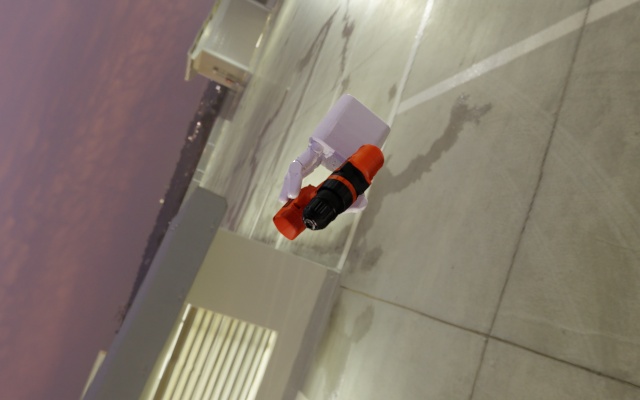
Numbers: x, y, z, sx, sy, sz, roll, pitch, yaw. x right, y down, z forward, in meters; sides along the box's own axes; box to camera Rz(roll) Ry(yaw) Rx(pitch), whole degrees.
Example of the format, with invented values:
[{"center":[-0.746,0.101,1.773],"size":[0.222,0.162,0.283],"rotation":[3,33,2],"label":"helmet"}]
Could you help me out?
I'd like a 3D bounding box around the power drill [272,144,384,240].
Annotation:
[{"center":[0.000,0.002,0.742],"size":[0.184,0.057,0.188],"rotation":[-44,9,-37],"label":"power drill"}]
